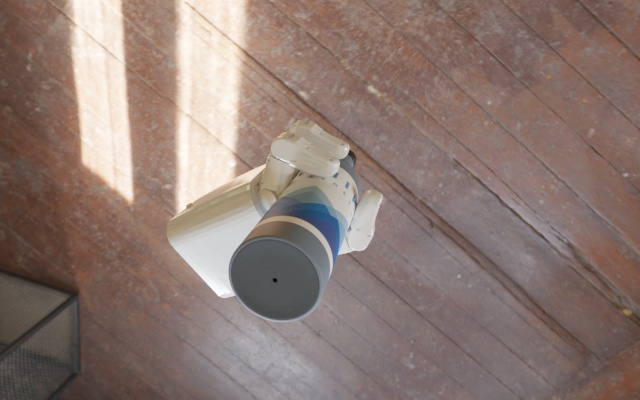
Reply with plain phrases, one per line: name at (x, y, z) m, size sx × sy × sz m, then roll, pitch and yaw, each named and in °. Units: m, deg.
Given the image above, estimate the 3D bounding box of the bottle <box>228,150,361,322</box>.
bottle at (0.000, 0.002, 0.452) m, size 0.069 × 0.069 × 0.295 m, roll 0°, pitch 21°, yaw 13°
